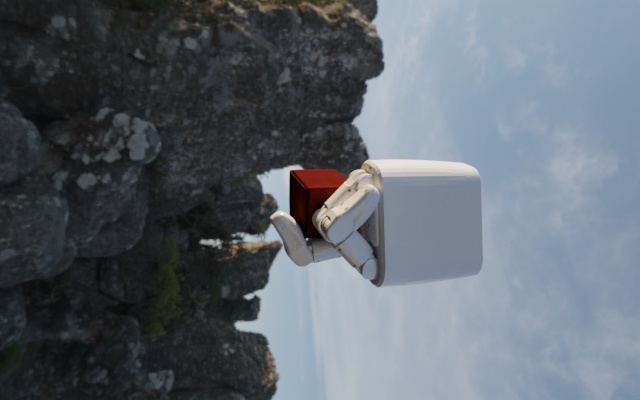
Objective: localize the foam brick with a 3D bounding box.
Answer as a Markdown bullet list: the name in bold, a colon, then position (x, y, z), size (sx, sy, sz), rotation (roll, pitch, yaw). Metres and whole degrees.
- **foam brick**: position (0.000, 0.001, 0.492), size (0.051, 0.053, 0.078), rotation (-3, 18, -15)
